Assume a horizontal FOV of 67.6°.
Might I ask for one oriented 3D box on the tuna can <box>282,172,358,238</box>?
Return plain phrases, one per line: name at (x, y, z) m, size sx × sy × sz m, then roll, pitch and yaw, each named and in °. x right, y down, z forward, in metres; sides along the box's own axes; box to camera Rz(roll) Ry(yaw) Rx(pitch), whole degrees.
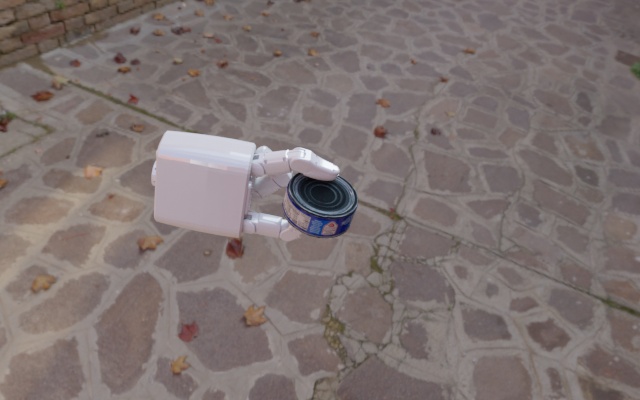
tuna can at (0.000, 0.001, 0.558) m, size 0.086 × 0.034 × 0.086 m, roll 10°, pitch 41°, yaw -9°
